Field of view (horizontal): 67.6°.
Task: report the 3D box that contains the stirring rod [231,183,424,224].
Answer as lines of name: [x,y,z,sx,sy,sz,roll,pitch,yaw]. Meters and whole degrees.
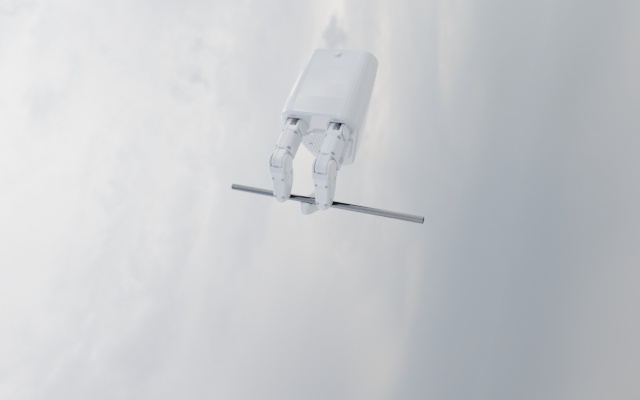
stirring rod: [0.000,0.002,0.555,0.239,0.011,0.011,10,4,22]
